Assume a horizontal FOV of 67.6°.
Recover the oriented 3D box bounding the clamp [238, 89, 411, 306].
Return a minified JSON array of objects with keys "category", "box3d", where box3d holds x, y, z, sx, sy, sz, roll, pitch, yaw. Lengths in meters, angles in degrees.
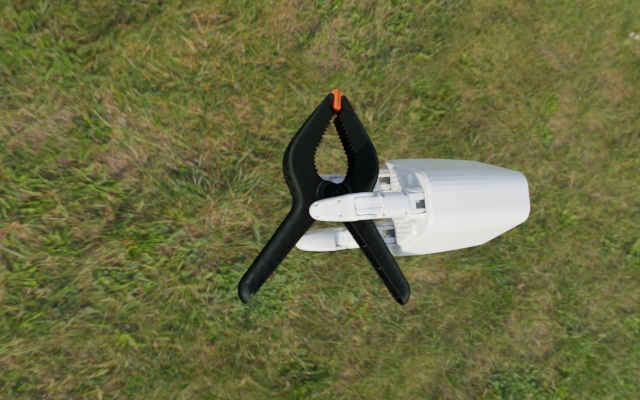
[{"category":"clamp","box3d":[0.000,0.001,0.449,0.164,0.210,0.036,-3,-4,-16]}]
